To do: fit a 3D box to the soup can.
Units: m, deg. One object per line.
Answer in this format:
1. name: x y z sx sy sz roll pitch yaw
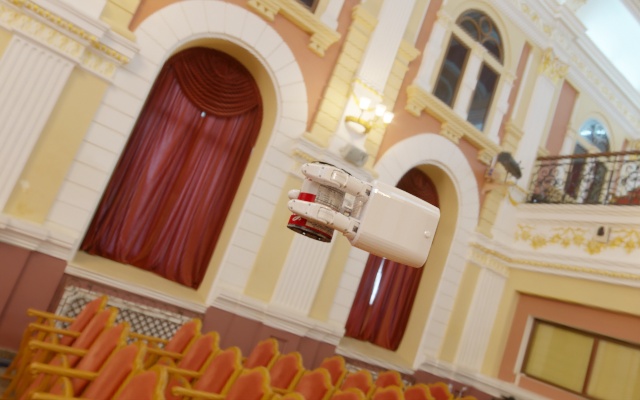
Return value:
1. soup can: 0.000 0.002 0.692 0.068 0.102 0.068 19 -11 4
